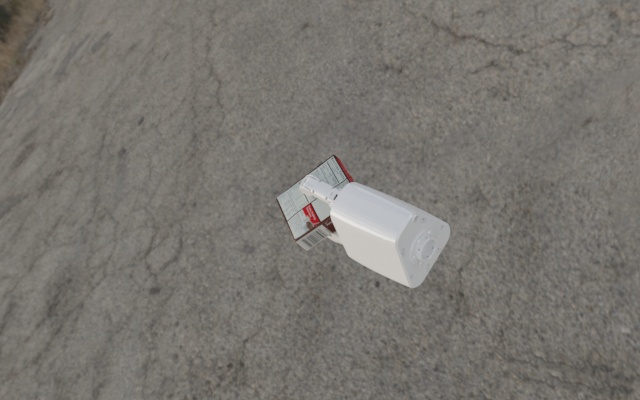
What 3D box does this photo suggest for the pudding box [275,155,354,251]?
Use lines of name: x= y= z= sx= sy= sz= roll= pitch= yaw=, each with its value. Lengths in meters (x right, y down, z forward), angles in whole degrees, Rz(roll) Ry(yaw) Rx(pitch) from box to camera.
pudding box: x=0.000 y=0.002 z=0.678 sx=0.113 sy=0.090 sz=0.039 roll=-35 pitch=-40 yaw=10
